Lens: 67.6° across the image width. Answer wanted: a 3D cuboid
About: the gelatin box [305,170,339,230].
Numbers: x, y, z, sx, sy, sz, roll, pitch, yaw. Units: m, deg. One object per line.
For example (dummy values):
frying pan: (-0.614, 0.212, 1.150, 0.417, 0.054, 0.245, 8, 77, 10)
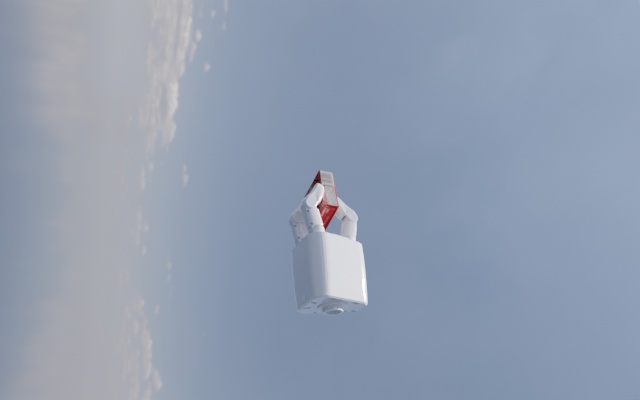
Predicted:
gelatin box: (0.001, 0.003, 0.845, 0.030, 0.089, 0.073, 11, -46, -20)
